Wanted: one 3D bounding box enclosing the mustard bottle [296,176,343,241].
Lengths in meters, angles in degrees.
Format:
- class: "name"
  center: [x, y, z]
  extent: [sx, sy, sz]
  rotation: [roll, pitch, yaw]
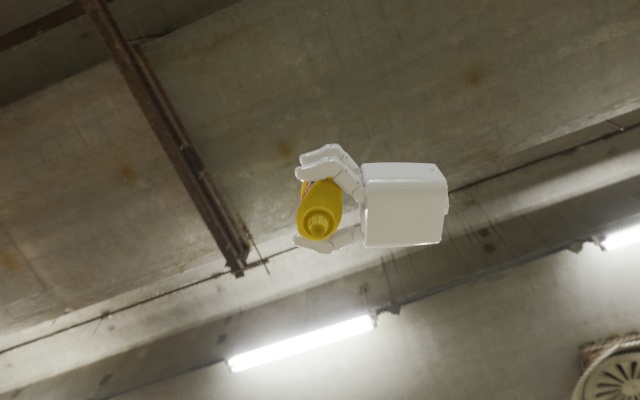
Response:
- class: "mustard bottle"
  center: [0.000, 0.002, 0.664]
  extent: [0.058, 0.096, 0.191]
  rotation: [21, 20, -7]
